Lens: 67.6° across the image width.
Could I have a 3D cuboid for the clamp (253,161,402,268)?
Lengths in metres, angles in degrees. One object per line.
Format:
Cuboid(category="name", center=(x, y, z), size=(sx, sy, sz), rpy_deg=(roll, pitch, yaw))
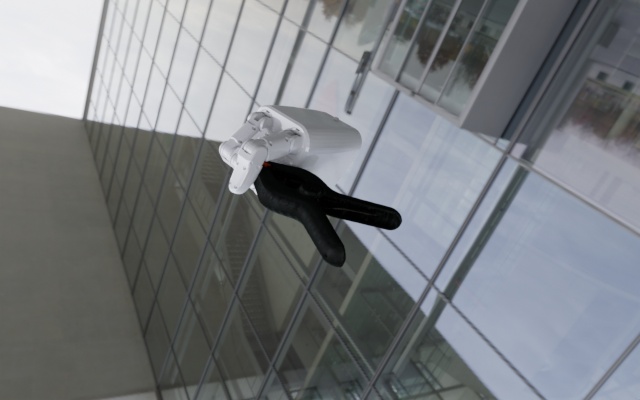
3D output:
Cuboid(category="clamp", center=(0.000, 0.002, 0.508), size=(0.120, 0.039, 0.171), rpy_deg=(-11, 40, -46))
